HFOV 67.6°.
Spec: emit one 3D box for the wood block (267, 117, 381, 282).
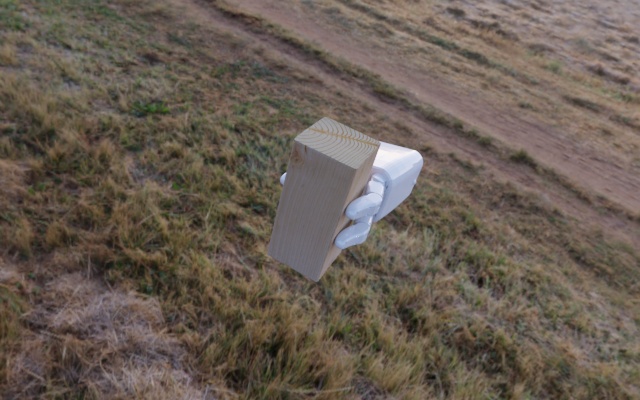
[{"bbox_3d":[0.000,0.002,0.675,0.091,0.206,0.090,28,38,14],"label":"wood block"}]
